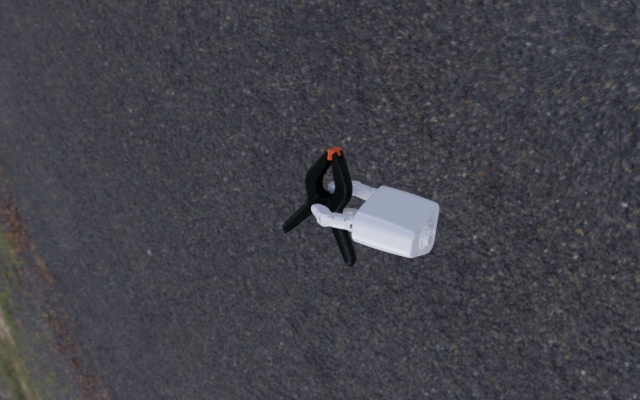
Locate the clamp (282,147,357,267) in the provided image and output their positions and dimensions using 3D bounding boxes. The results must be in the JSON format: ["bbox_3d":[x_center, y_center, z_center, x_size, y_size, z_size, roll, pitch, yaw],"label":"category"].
[{"bbox_3d":[0.000,0.003,0.862,0.164,0.210,0.036,17,26,30],"label":"clamp"}]
